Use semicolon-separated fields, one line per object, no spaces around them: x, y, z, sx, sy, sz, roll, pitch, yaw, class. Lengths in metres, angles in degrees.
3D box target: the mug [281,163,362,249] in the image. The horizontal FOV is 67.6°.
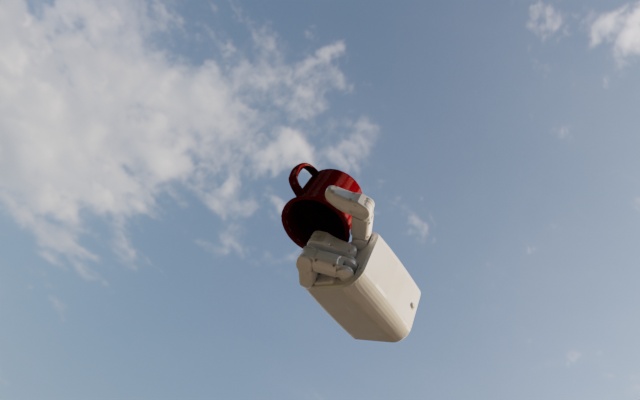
-0.001;0.001;0.626;0.093;0.117;0.081;-24;21;37;mug
